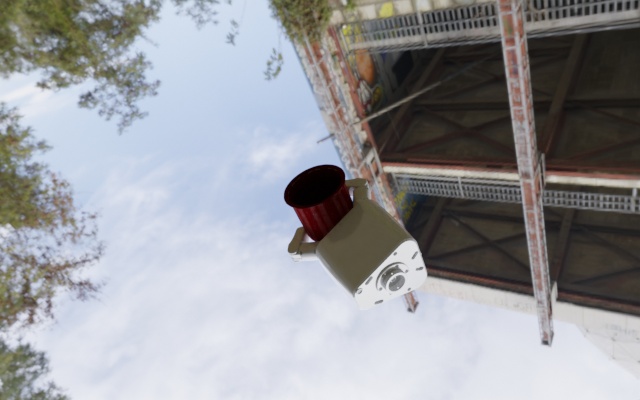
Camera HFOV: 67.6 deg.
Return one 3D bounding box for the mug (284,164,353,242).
[{"bbox_3d":[0.000,0.002,0.701,0.093,0.081,0.117,-31,37,-8],"label":"mug"}]
